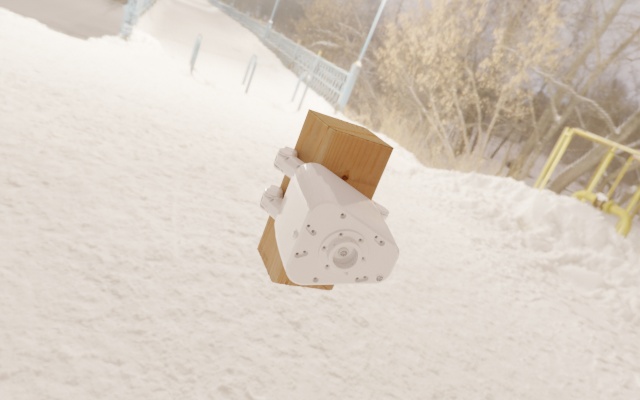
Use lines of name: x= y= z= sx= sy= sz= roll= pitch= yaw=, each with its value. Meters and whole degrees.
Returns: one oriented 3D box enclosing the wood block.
wood block: x=0.001 y=0.002 z=0.617 sx=0.091 sy=0.206 sz=0.090 roll=13 pitch=20 yaw=-27
